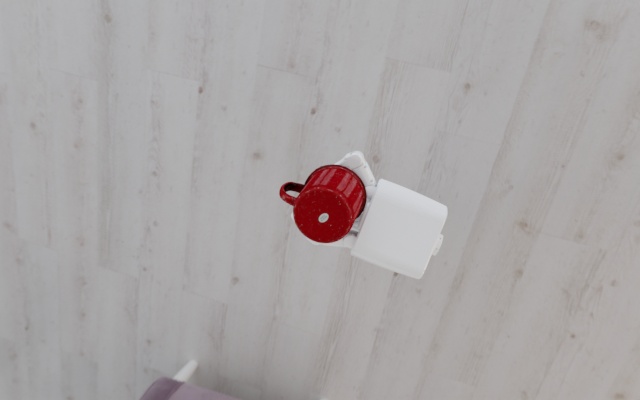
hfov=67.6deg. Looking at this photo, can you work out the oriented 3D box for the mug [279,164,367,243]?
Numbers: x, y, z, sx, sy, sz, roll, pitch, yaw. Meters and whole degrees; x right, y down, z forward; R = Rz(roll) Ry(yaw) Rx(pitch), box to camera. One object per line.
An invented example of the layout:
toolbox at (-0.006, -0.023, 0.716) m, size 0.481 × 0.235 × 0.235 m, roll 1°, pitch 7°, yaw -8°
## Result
mug at (-0.001, 0.002, 0.647) m, size 0.117 × 0.093 × 0.081 m, roll 21°, pitch 24°, yaw 6°
